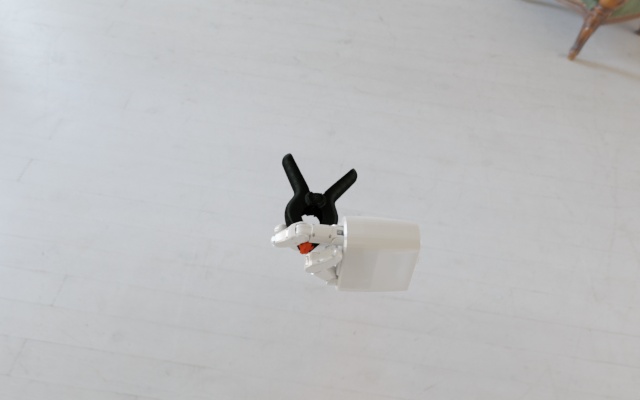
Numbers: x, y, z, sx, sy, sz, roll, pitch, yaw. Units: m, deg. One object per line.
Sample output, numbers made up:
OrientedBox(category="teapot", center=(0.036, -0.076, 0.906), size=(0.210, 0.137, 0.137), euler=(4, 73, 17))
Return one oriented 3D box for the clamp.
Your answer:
OrientedBox(category="clamp", center=(0.000, 0.002, 0.712), size=(0.120, 0.171, 0.039), euler=(3, -34, -5))
